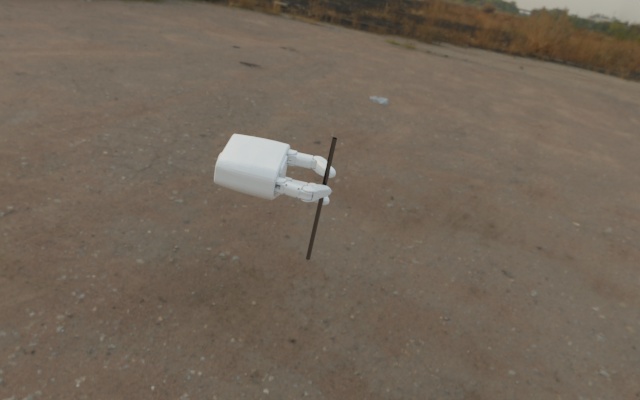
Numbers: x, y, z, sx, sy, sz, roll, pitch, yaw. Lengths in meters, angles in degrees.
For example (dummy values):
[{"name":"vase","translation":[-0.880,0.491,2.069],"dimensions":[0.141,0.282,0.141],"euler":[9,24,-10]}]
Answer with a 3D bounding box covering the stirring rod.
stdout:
[{"name":"stirring rod","translation":[0.000,0.003,0.844],"dimensions":[0.011,0.240,0.011],"euler":[10,25,-5]}]
